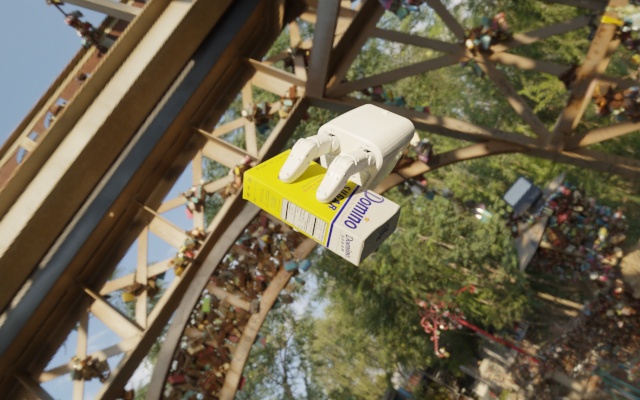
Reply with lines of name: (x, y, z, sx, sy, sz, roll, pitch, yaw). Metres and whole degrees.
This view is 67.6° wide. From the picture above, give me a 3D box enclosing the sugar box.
sugar box: (0.000, 0.001, 0.584, 0.176, 0.048, 0.093, 26, 38, 25)
